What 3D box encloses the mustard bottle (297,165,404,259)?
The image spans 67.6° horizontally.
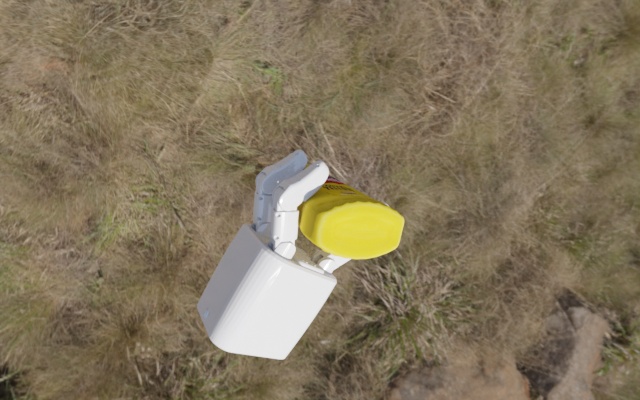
[{"bbox_3d":[0.000,0.001,0.520,0.096,0.058,0.191,3,16,-27],"label":"mustard bottle"}]
